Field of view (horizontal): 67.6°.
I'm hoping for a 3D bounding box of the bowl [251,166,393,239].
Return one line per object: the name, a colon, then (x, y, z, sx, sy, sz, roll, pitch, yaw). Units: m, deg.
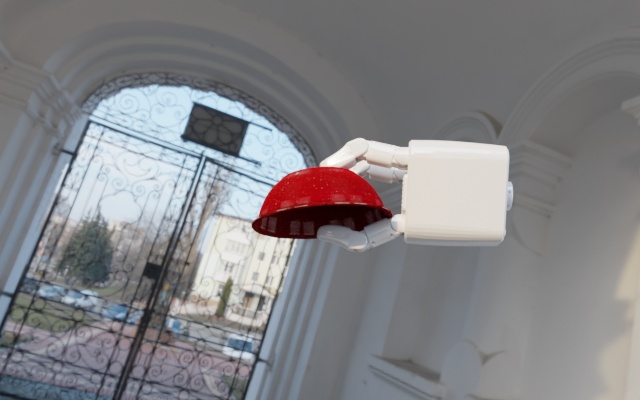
bowl: (-0.001, 0.001, 0.554, 0.162, 0.055, 0.162, -5, -16, -1)
